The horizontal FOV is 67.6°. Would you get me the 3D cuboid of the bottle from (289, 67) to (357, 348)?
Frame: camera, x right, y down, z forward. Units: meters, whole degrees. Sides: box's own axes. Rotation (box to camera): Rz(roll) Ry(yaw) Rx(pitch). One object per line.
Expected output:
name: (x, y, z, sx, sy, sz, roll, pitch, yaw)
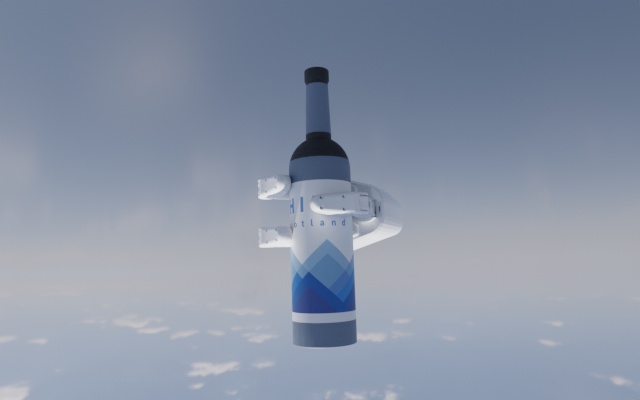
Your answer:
bottle: (0.000, 0.002, 0.513, 0.069, 0.295, 0.069, -2, -7, 0)
